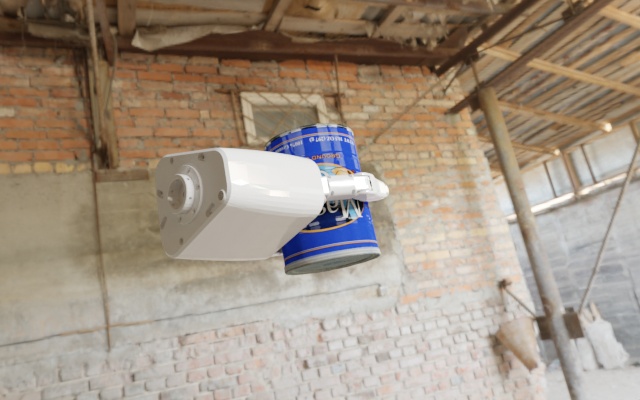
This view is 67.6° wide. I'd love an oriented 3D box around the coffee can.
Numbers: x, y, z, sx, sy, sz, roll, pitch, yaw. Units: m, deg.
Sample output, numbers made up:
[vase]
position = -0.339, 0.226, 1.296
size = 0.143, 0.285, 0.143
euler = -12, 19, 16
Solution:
[coffee can]
position = 0.000, 0.002, 0.519
size = 0.103, 0.140, 0.103
euler = -11, -14, -3
